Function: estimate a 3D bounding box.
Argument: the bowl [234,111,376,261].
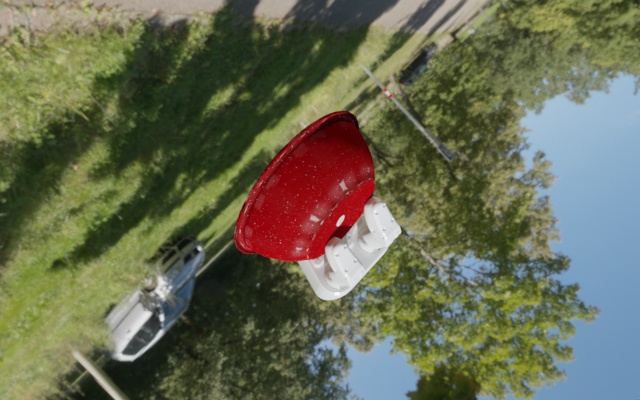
[{"bbox_3d":[0.000,0.001,0.431,0.055,0.162,0.162,40,14,18],"label":"bowl"}]
